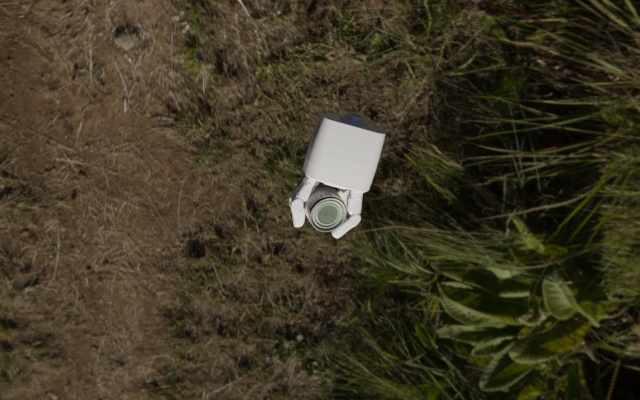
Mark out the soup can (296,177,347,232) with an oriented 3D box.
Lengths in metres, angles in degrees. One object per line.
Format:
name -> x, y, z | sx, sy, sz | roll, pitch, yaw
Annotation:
soup can -> 0.000, 0.003, 0.845 | 0.068, 0.068, 0.102 | 0, 26, -18
